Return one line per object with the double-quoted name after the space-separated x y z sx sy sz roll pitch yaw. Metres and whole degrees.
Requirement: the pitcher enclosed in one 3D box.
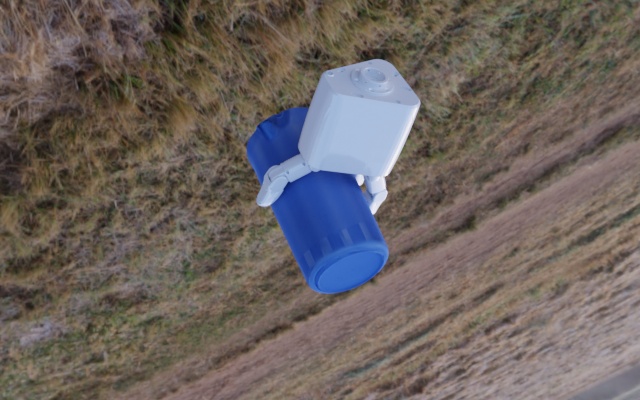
0.000 0.002 0.654 0.149 0.242 0.145 -6 -39 -26 "pitcher"
